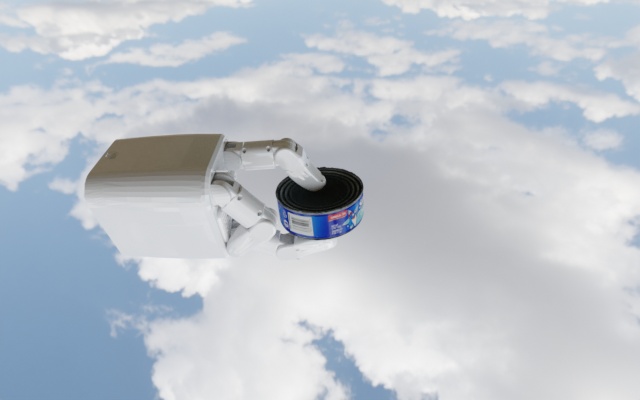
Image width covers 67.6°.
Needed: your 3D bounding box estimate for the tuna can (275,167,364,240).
[{"bbox_3d":[0.000,0.002,0.471,0.086,0.034,0.086,-4,32,2],"label":"tuna can"}]
